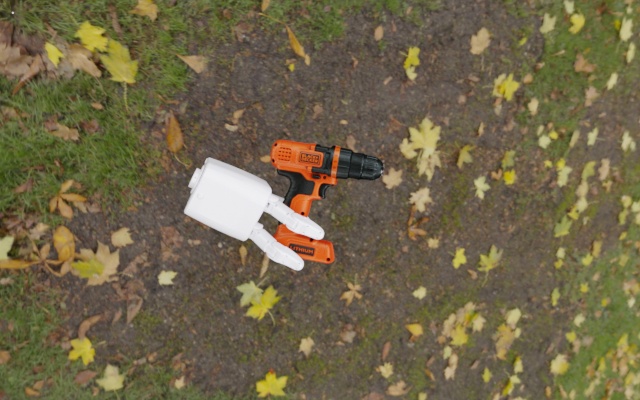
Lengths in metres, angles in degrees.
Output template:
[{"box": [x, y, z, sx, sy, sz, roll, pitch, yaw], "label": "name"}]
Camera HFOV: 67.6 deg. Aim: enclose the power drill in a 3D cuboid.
[{"box": [0.000, 0.003, 0.776, 0.184, 0.187, 0.057, 10, 2, 5], "label": "power drill"}]
